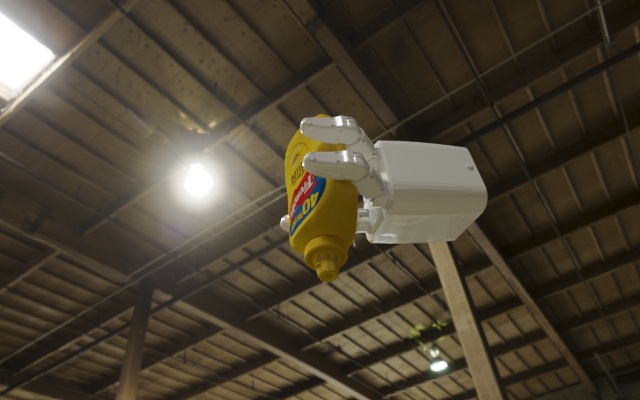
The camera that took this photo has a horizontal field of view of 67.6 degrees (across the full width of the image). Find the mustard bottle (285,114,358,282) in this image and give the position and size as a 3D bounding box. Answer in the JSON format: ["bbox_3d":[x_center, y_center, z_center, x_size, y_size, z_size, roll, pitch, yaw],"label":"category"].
[{"bbox_3d":[0.000,0.001,0.500,0.058,0.191,0.096,20,-50,-25],"label":"mustard bottle"}]
